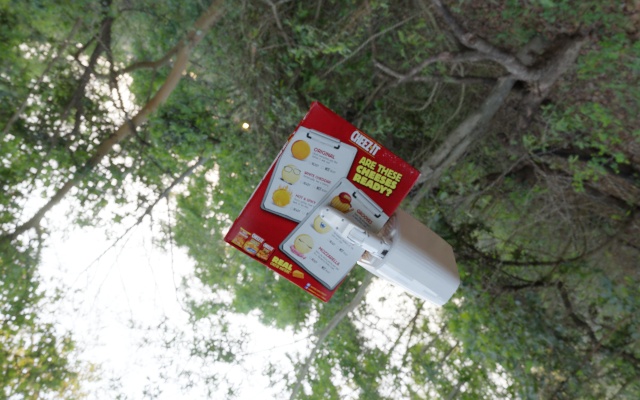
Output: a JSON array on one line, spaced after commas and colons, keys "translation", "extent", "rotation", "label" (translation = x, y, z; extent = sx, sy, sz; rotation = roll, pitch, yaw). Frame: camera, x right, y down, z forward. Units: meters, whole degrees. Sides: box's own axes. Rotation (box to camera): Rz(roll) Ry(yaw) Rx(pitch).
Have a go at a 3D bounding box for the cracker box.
[{"translation": [0.000, 0.002, 0.632], "extent": [0.164, 0.214, 0.072], "rotation": [33, 9, -11], "label": "cracker box"}]
